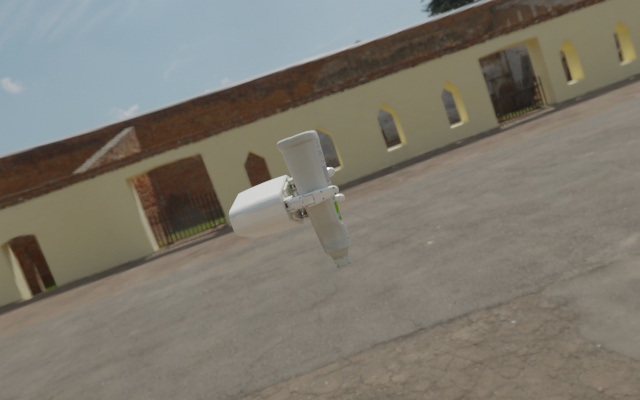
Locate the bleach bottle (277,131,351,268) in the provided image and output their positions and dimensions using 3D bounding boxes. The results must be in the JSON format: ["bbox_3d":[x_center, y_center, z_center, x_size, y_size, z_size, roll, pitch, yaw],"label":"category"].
[{"bbox_3d":[0.000,0.003,0.861,0.068,0.251,0.102,-18,6,12],"label":"bleach bottle"}]
